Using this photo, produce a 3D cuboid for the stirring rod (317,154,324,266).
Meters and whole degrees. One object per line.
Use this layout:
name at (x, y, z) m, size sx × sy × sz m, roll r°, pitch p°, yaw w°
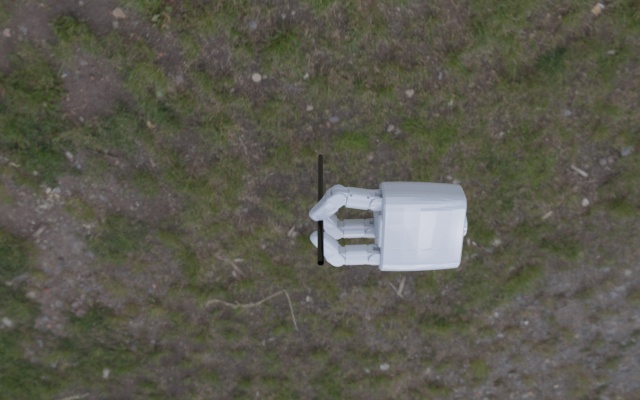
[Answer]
stirring rod at (0.000, 0.002, 0.663) m, size 0.011 × 0.011 × 0.239 m, roll 0°, pitch 37°, yaw 0°
